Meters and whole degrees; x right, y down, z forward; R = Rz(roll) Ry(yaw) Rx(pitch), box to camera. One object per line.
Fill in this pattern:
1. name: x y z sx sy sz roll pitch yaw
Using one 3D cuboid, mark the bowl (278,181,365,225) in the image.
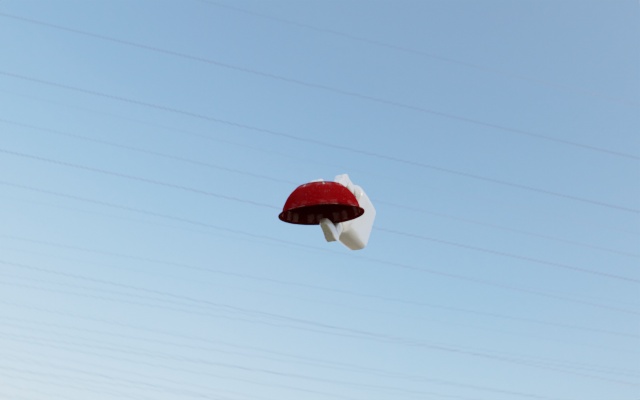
1. bowl: 0.000 0.002 0.892 0.162 0.055 0.162 -4 -15 -1
